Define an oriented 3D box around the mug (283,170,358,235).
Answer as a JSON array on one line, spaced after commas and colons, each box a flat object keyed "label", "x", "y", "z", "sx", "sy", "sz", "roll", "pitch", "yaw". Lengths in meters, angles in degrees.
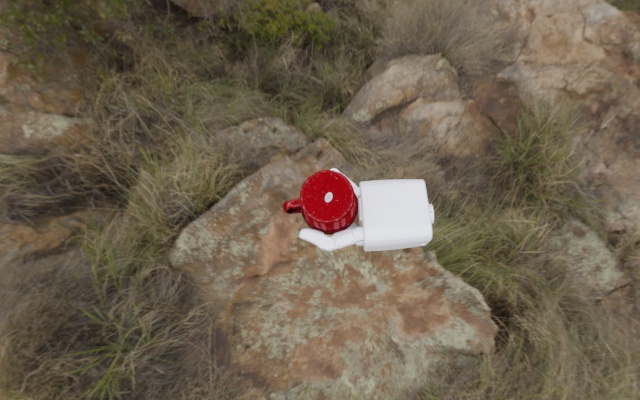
[{"label": "mug", "x": -0.001, "y": 0.002, "z": 0.733, "sx": 0.117, "sy": 0.093, "sz": 0.081, "roll": -6, "pitch": -12, "yaw": 3}]
